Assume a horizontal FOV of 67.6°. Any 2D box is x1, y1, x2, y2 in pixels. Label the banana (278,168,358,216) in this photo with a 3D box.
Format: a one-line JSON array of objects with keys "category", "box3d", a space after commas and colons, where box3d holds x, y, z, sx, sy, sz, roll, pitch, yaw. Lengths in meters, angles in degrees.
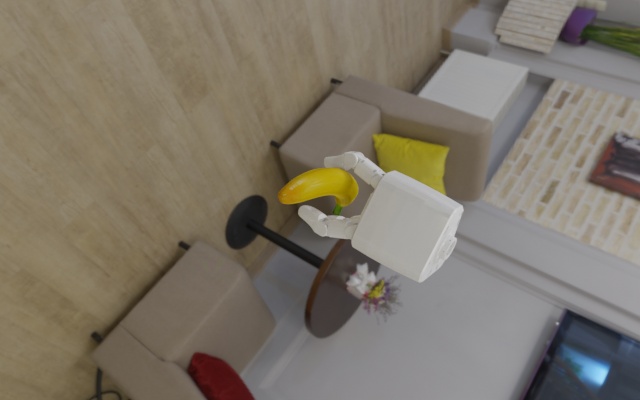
[{"category": "banana", "box3d": [0.010, -0.014, 0.653, 0.037, 0.069, 0.198, 32, 6, 25]}]
